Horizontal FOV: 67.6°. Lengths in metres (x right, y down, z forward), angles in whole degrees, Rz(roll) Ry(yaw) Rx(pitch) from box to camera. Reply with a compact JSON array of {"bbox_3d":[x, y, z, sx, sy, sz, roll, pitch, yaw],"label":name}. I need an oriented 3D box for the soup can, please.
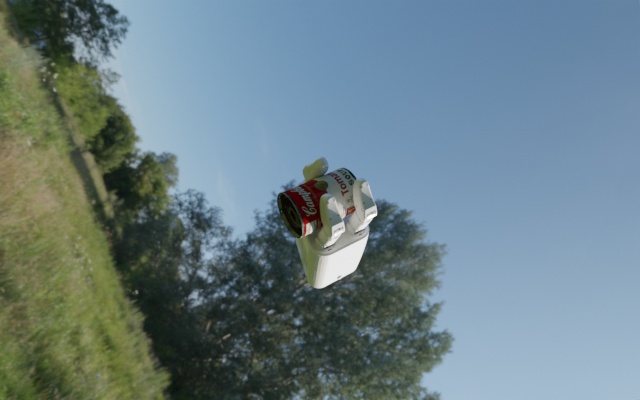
[{"bbox_3d":[0.000,0.002,0.667,0.102,0.068,0.068,-24,10,-23],"label":"soup can"}]
